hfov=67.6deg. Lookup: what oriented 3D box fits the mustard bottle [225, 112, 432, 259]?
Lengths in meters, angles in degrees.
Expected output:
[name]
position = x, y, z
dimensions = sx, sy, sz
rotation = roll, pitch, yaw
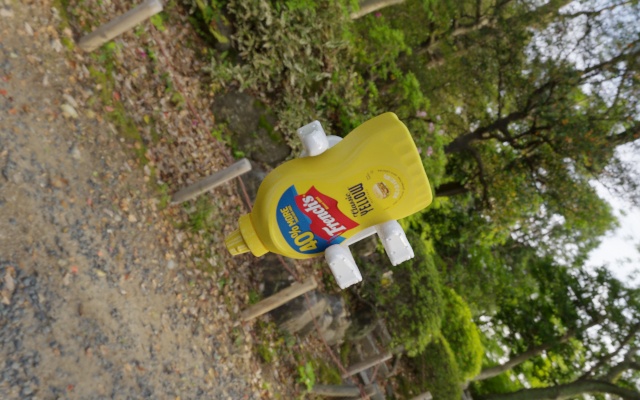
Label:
[mustard bottle]
position = 0.000, 0.001, 0.440
dimensions = 0.191, 0.096, 0.058
rotation = -25, 34, 4
